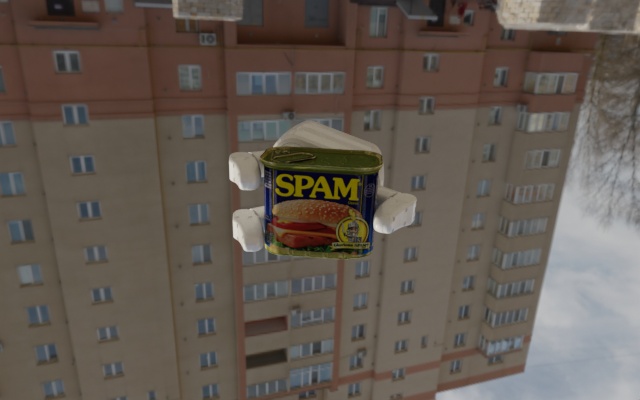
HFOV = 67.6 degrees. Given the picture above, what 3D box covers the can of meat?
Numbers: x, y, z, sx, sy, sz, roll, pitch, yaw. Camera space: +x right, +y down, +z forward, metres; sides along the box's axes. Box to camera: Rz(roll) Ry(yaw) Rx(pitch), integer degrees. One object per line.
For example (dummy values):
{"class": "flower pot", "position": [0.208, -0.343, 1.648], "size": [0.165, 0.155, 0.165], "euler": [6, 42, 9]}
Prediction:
{"class": "can of meat", "position": [0.000, 0.002, 0.416], "size": [0.102, 0.084, 0.057], "euler": [4, 20, 5]}
